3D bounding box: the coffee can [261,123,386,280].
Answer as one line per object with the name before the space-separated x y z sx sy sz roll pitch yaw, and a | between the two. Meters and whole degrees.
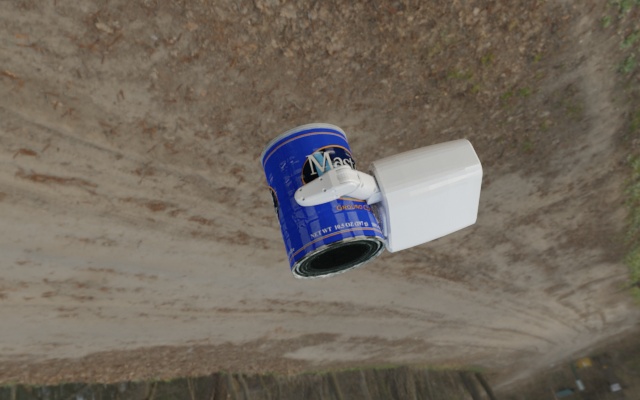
coffee can | 0.000 0.002 0.523 0.103 0.140 0.103 -15 -25 -7
